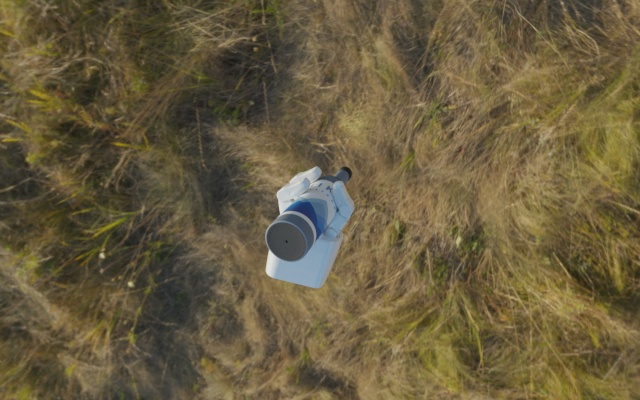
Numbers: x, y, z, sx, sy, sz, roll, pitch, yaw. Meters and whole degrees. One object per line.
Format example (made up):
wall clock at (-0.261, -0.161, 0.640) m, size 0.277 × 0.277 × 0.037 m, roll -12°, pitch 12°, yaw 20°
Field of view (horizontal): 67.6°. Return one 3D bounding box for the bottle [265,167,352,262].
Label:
bottle at (0.000, 0.003, 0.803) m, size 0.069 × 0.069 × 0.295 m, roll 0°, pitch 22°, yaw 21°
